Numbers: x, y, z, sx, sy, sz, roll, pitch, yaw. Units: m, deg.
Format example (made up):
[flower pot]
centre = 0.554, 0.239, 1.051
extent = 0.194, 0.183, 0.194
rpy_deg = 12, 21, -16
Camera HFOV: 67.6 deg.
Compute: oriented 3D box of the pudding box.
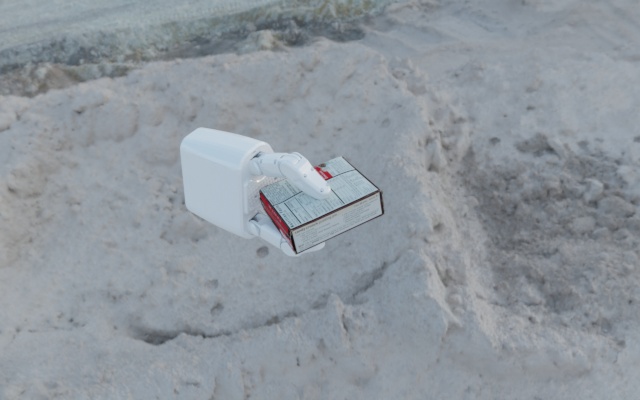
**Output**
[pudding box]
centre = 0.000, 0.002, 0.530
extent = 0.113, 0.039, 0.090
rpy_deg = -25, 40, -15
